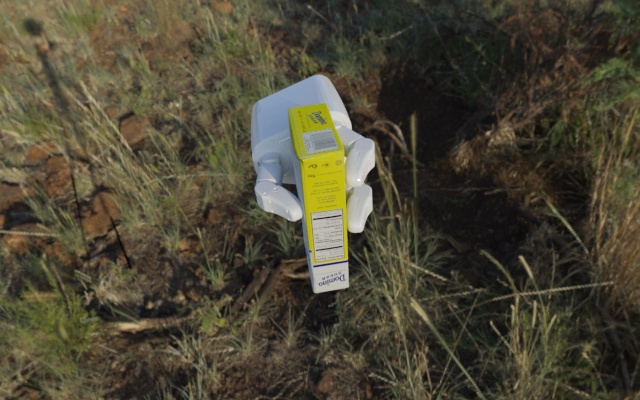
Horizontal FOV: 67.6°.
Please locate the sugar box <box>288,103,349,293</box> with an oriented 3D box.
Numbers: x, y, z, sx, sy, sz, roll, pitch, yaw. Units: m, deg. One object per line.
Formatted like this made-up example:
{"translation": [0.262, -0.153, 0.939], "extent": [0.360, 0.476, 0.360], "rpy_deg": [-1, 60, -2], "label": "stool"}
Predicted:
{"translation": [0.001, 0.001, 0.490], "extent": [0.048, 0.176, 0.093], "rpy_deg": [-10, 40, -3], "label": "sugar box"}
